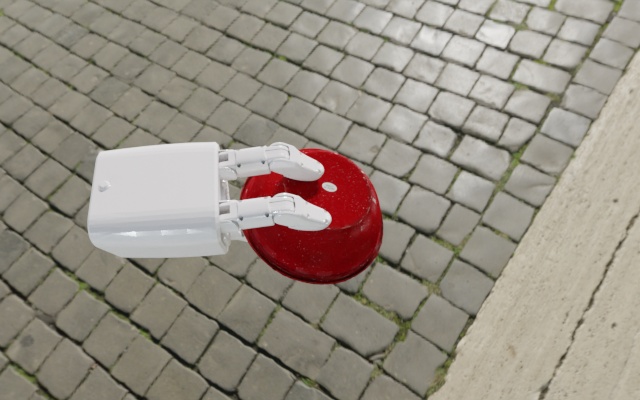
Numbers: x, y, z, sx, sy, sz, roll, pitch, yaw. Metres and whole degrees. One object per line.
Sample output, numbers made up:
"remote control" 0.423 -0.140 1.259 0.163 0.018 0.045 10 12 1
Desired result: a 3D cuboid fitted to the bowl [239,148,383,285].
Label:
"bowl" 0.001 0.001 0.492 0.162 0.162 0.055 0 -31 -20
